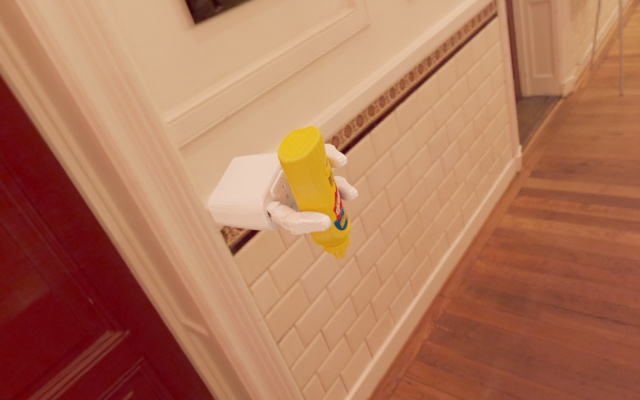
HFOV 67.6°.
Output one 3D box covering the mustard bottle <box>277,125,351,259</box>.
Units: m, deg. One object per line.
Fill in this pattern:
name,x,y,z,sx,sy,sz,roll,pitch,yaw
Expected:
mustard bottle,0.000,0.002,0.649,0.058,0.192,0.096,-13,30,12
